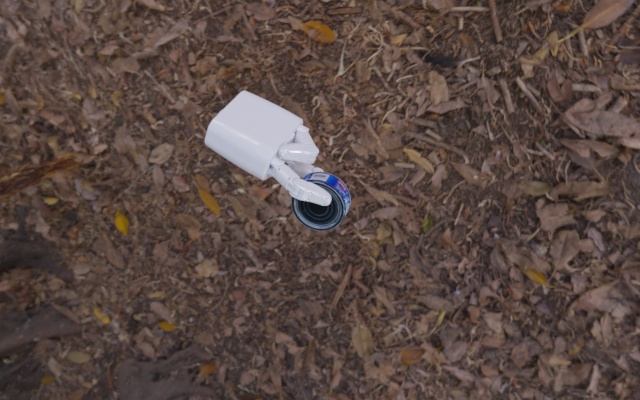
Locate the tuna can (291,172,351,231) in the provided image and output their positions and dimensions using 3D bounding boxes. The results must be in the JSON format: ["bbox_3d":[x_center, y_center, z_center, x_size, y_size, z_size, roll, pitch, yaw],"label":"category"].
[{"bbox_3d":[0.000,0.003,0.712,0.086,0.086,0.033,0,27,19],"label":"tuna can"}]
